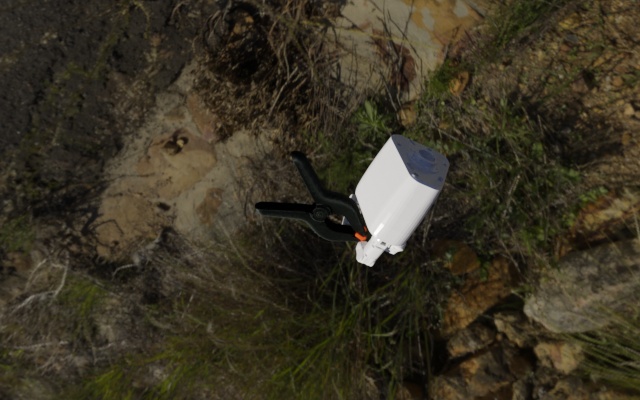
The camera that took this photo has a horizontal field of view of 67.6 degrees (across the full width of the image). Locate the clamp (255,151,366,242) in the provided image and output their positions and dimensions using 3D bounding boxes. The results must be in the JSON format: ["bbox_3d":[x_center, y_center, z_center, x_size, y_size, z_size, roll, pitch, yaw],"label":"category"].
[{"bbox_3d":[0.000,0.003,0.701,0.171,0.120,0.039,22,37,-10],"label":"clamp"}]
